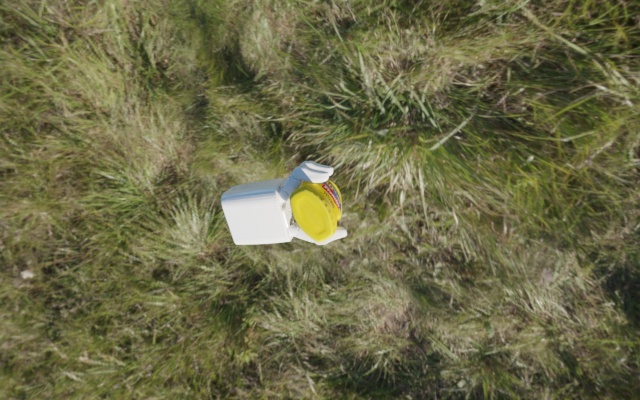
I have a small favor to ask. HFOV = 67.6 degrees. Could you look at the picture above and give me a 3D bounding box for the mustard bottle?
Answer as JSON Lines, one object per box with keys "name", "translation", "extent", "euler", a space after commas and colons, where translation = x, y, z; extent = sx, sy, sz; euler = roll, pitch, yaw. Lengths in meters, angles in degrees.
{"name": "mustard bottle", "translation": [0.000, 0.003, 0.863], "extent": [0.058, 0.096, 0.191], "euler": [-32, 7, 15]}
